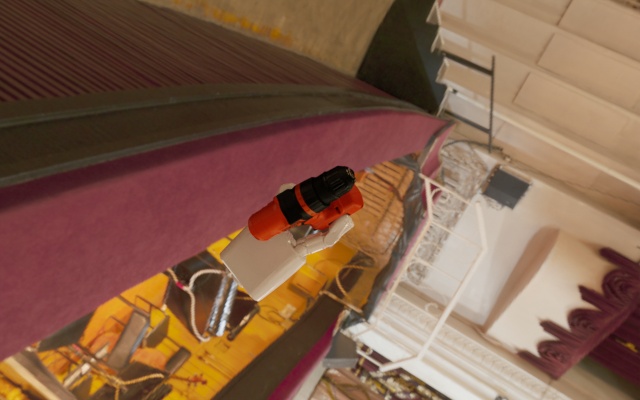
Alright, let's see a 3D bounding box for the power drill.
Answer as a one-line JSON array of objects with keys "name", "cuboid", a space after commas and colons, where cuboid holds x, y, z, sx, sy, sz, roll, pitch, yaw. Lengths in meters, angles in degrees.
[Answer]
[{"name": "power drill", "cuboid": [0.000, 0.003, 0.754, 0.184, 0.057, 0.187, -28, -13, 23]}]
